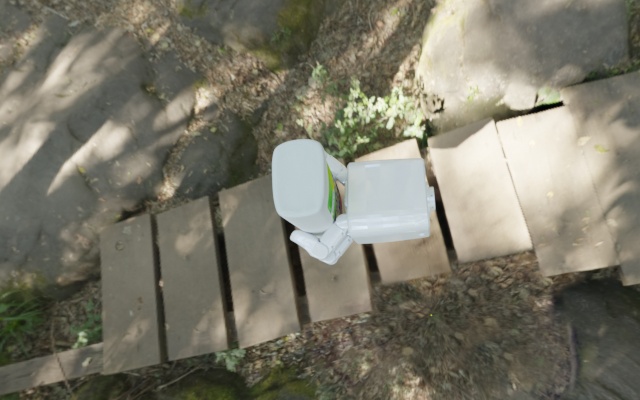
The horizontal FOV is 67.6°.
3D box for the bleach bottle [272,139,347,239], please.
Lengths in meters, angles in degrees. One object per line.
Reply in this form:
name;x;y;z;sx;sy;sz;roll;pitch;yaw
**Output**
bleach bottle;0.000;0.002;0.688;0.068;0.102;0.251;-5;-14;12
